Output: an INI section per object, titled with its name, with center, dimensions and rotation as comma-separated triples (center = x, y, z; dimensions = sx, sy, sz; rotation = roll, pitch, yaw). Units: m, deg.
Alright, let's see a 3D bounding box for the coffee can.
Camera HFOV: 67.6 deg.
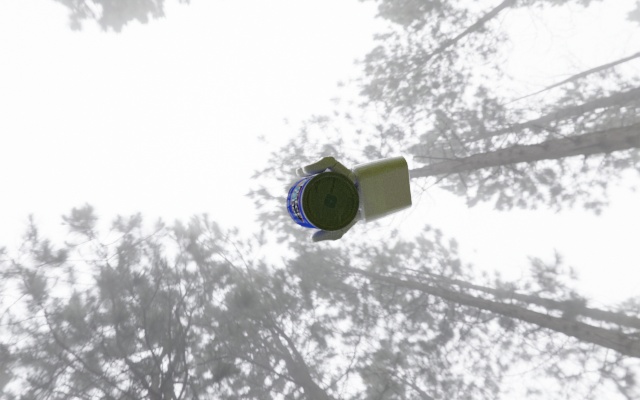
[coffee can]
center = 0.000, 0.003, 0.877
dimensions = 0.103, 0.103, 0.140
rotation = 0, -1, -15
